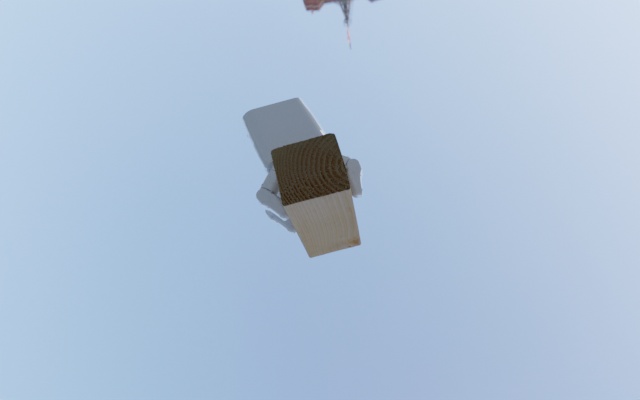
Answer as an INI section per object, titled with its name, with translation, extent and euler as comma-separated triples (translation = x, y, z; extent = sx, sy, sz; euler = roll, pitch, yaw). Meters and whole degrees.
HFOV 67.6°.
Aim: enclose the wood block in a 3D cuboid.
[wood block]
translation = 0.000, 0.002, 0.703
extent = 0.091, 0.090, 0.206
euler = -16, -26, 2
